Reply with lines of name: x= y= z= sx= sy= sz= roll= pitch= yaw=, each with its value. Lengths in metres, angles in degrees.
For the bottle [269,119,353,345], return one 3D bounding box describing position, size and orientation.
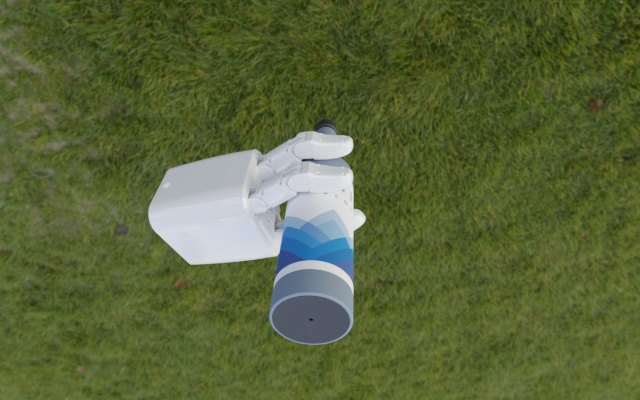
bottle: x=0.000 y=0.002 z=0.488 sx=0.069 sy=0.069 sz=0.295 roll=0 pitch=39 yaw=4
